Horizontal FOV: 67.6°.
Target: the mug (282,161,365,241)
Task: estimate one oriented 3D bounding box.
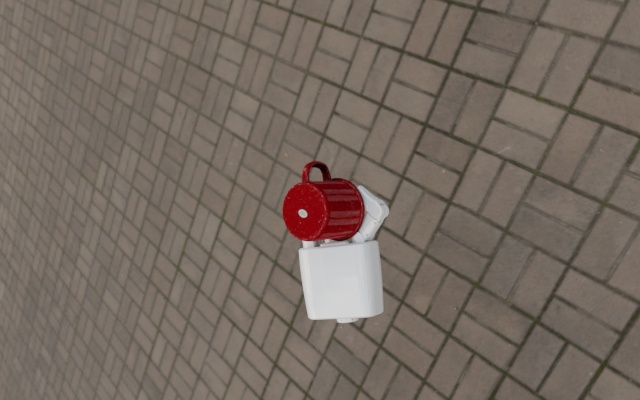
[{"bbox_3d":[0.000,0.001,0.669,0.093,0.117,0.081,-10,-5,38],"label":"mug"}]
